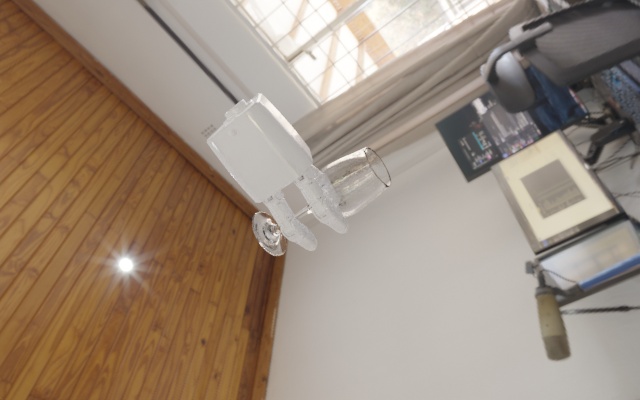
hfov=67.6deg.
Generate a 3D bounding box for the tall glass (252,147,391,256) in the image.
[{"bbox_3d":[0.000,0.003,0.679,0.201,0.079,0.079,-31,-14,24],"label":"tall glass"}]
